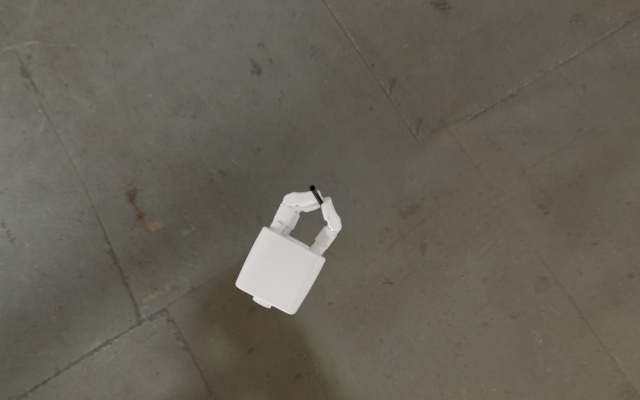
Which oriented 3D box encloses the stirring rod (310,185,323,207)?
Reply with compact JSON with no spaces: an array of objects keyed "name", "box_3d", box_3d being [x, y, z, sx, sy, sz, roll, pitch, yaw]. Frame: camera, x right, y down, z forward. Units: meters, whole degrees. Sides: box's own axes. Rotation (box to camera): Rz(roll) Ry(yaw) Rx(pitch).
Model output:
[{"name":"stirring rod","box_3d":[0.000,0.003,0.790,0.011,0.011,0.239,0,-10,6]}]
